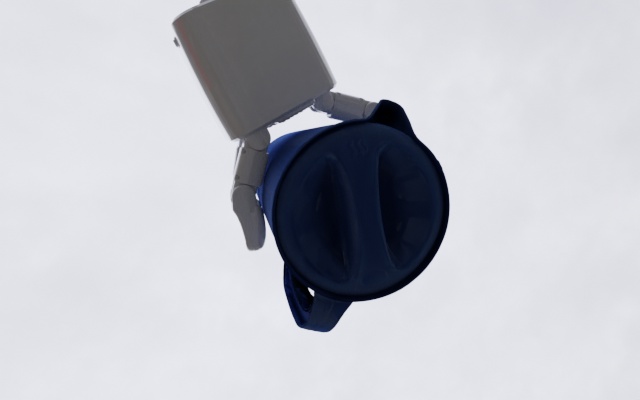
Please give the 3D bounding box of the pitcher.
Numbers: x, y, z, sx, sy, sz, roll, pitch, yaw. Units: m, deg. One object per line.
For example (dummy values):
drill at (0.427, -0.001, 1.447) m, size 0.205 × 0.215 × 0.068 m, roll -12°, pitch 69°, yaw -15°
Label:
pitcher at (0.000, 0.001, 0.447) m, size 0.149 × 0.145 × 0.243 m, roll -30°, pitch 15°, yaw -8°
